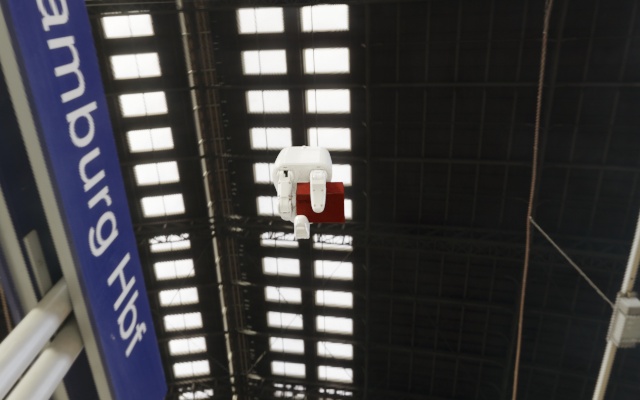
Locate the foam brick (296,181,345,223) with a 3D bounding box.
[{"bbox_3d":[0.000,0.003,0.761,0.078,0.053,0.051,0,23,1],"label":"foam brick"}]
